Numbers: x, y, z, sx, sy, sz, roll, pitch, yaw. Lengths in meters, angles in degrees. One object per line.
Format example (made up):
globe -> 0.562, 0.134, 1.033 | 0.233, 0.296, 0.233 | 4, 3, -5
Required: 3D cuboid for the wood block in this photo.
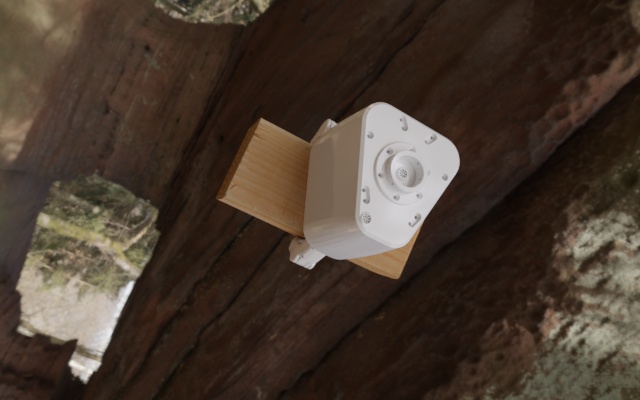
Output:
wood block -> 0.000, 0.002, 0.530 | 0.206, 0.091, 0.090 | 27, -7, -15
